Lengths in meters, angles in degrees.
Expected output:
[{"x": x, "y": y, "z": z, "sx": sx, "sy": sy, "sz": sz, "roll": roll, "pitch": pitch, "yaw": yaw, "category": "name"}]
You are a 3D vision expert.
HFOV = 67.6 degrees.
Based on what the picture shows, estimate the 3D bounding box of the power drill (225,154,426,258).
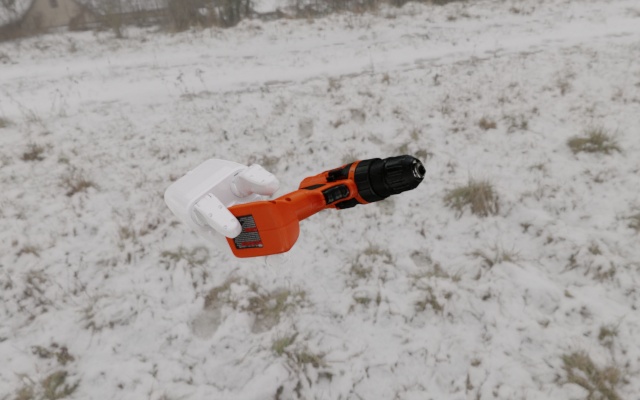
[{"x": 0.000, "y": 0.002, "z": 0.524, "sx": 0.184, "sy": 0.057, "sz": 0.187, "roll": -14, "pitch": 7, "yaw": 46, "category": "power drill"}]
